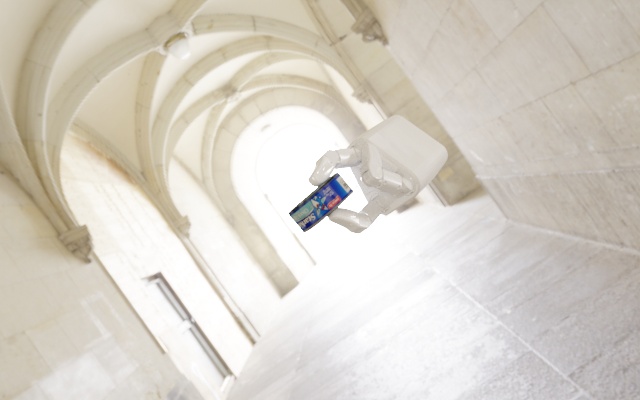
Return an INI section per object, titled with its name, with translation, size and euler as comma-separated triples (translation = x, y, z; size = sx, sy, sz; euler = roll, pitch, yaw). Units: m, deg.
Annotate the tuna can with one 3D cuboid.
[tuna can]
translation = 0.000, 0.002, 0.611
size = 0.086, 0.034, 0.086
euler = -40, 3, 3
